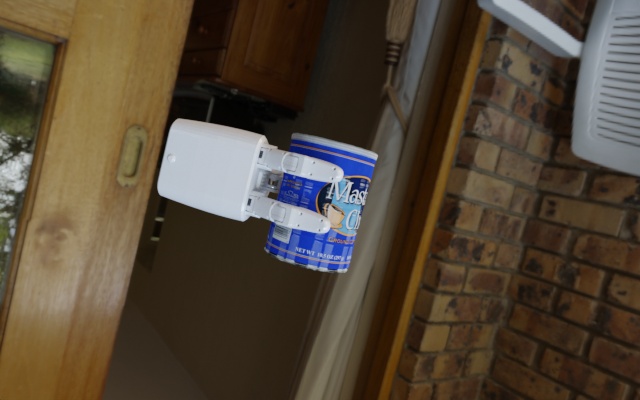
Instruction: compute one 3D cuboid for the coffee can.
[{"bbox_3d":[0.000,0.002,0.560,0.103,0.140,0.103,14,3,-1],"label":"coffee can"}]
